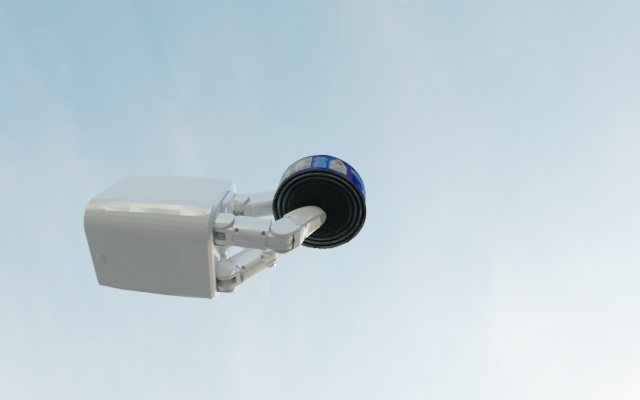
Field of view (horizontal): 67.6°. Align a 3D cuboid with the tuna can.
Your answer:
[{"bbox_3d":[0.000,0.001,0.445,0.086,0.086,0.033,0,31,6],"label":"tuna can"}]
